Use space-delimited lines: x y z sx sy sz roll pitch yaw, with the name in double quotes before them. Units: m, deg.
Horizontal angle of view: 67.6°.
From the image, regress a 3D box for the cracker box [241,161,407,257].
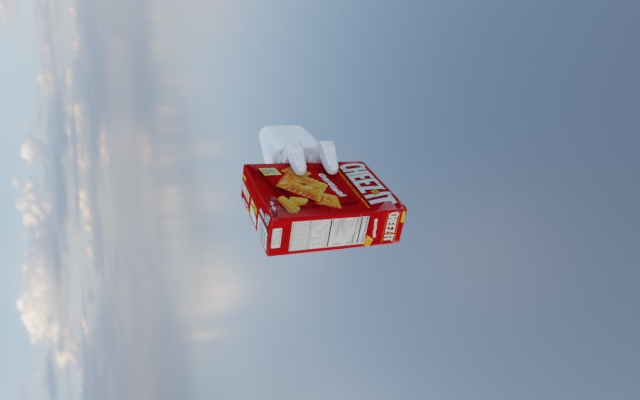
"cracker box" 0.000 0.003 0.740 0.213 0.072 0.164 -4 33 -22
